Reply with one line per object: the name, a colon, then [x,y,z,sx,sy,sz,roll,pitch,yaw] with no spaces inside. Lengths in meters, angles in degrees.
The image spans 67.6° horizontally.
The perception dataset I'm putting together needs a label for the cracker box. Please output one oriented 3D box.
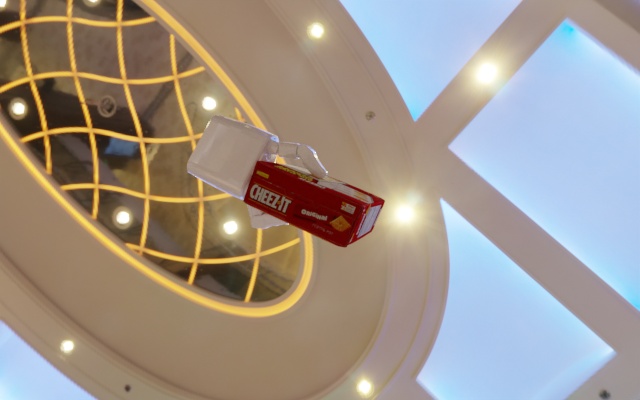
cracker box: [0.000,0.002,0.741,0.164,0.072,0.213,23,8,13]
